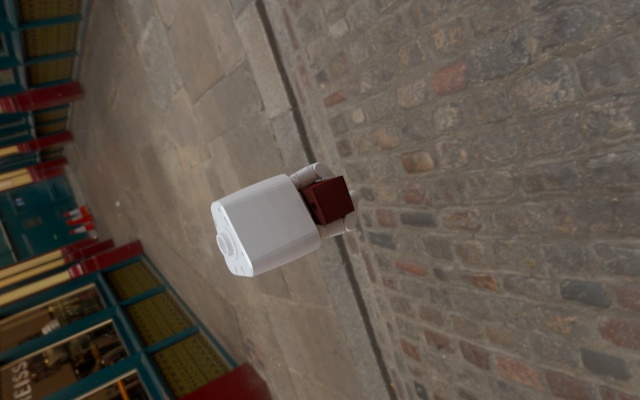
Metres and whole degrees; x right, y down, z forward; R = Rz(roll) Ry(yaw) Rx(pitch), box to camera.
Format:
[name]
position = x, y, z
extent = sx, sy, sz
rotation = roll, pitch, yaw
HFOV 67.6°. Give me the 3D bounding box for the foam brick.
[foam brick]
position = 0.000, 0.002, 0.660
extent = 0.051, 0.053, 0.078
rotation = -24, 7, -29
